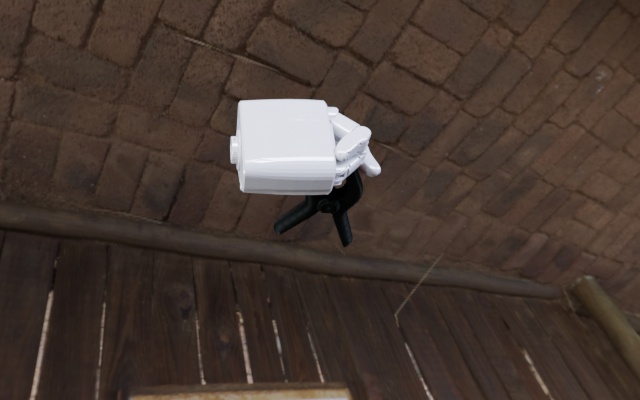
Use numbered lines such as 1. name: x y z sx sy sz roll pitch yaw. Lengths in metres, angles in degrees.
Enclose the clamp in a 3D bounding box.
1. clamp: 0.000 0.003 0.666 0.120 0.172 0.039 2 43 -12
